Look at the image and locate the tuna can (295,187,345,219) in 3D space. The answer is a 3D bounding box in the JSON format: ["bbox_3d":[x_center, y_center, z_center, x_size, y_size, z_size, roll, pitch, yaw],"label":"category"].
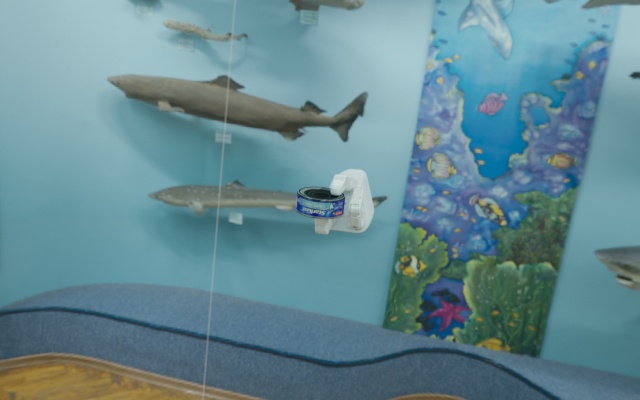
[{"bbox_3d":[0.000,0.002,0.830,0.086,0.034,0.086,5,17,-2],"label":"tuna can"}]
